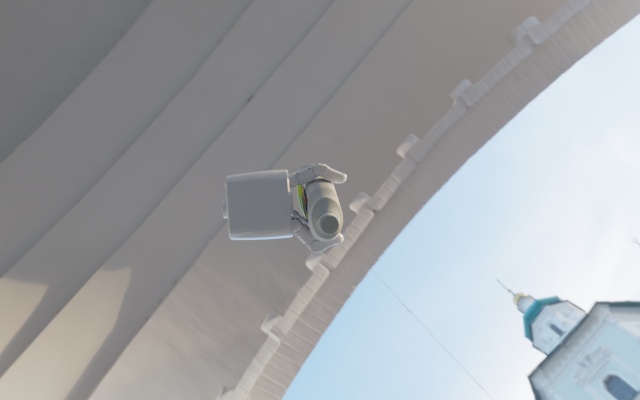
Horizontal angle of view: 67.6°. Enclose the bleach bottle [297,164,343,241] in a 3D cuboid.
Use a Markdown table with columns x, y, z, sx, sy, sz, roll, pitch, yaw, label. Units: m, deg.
| x | y | z | sx | sy | sz | roll | pitch | yaw | label |
| --- | --- | --- | --- | --- | --- | --- | --- | --- | --- |
| 0.000 | 0.003 | 0.828 | 0.068 | 0.102 | 0.250 | -5 | 12 | -5 | bleach bottle |
